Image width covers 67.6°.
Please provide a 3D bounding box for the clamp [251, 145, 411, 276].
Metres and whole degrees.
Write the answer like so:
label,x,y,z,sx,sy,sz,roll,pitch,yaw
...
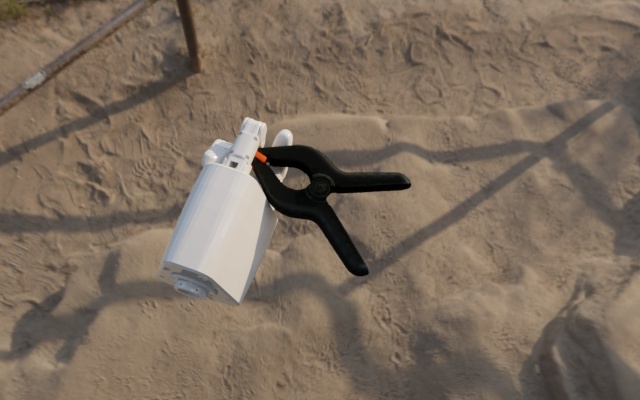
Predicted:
label,x,y,z,sx,sy,sz,roll,pitch,yaw
clamp,0.000,0.001,0.496,0.171,0.120,0.039,19,-24,2
